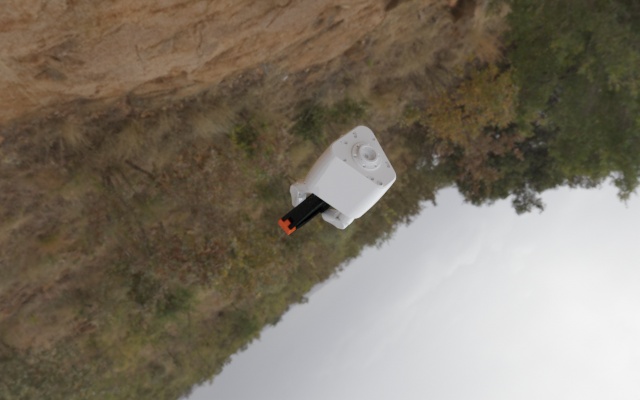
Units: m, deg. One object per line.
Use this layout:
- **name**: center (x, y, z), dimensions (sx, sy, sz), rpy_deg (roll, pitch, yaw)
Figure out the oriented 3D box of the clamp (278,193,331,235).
- **clamp**: center (0.000, 0.004, 0.871), dimensions (0.210, 0.036, 0.165), rpy_deg (-37, -9, -33)
